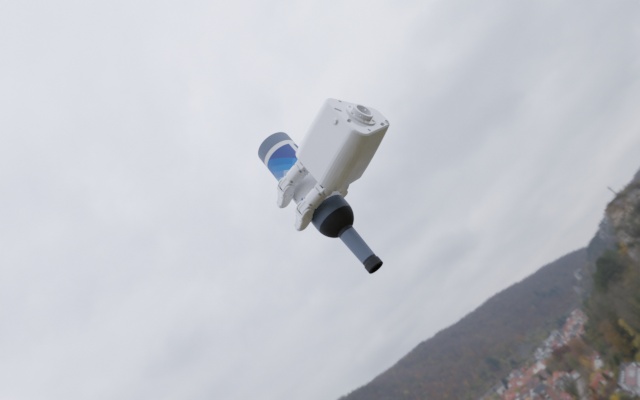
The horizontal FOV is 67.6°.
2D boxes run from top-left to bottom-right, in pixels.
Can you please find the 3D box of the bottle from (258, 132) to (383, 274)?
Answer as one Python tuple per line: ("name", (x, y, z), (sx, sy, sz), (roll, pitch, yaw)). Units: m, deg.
("bottle", (0.000, 0.002, 0.787), (0.069, 0.069, 0.295), (0, 42, -51))
